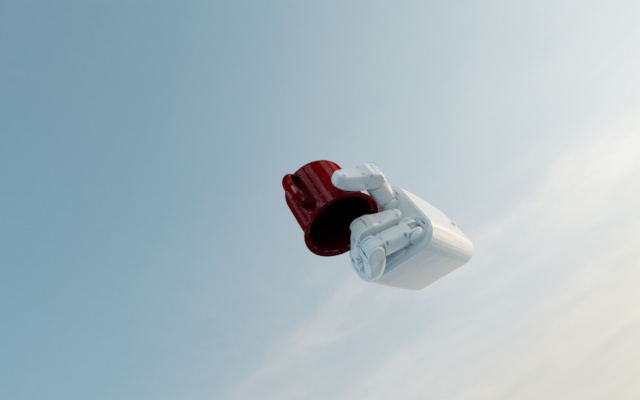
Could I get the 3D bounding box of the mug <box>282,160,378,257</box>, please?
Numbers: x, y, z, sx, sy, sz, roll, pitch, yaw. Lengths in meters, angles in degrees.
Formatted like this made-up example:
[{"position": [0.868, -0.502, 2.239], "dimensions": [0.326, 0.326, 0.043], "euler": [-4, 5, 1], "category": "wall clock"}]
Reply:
[{"position": [-0.001, 0.001, 0.556], "dimensions": [0.117, 0.093, 0.081], "euler": [24, 22, -42], "category": "mug"}]
